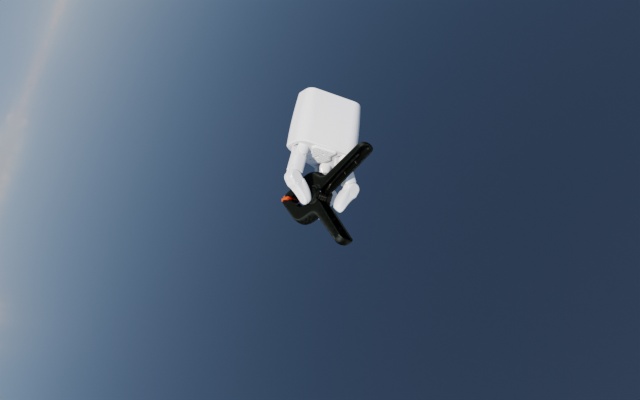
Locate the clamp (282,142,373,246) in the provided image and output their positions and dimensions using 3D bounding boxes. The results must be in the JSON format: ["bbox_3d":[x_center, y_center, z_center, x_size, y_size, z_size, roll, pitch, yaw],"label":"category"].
[{"bbox_3d":[-0.001,0.002,0.787,0.036,0.164,0.210,24,-24,-32],"label":"clamp"}]
